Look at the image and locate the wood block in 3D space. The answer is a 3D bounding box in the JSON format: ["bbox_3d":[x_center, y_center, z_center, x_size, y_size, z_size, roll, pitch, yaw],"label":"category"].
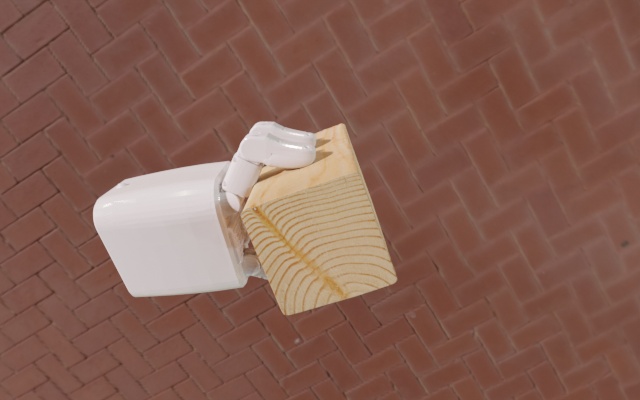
[{"bbox_3d":[0.000,0.002,0.432,0.090,0.091,0.206,-18,18,6],"label":"wood block"}]
